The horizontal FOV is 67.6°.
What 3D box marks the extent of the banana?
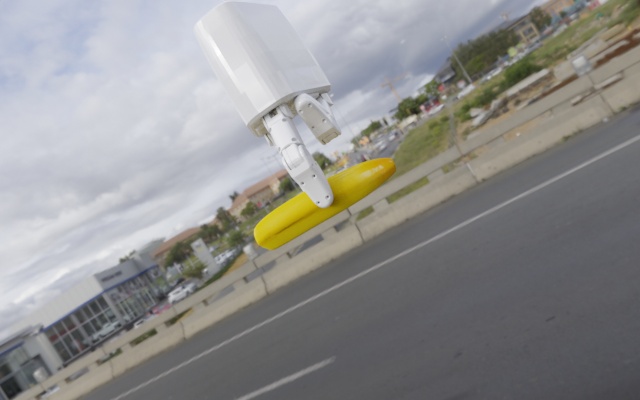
[{"bbox_3d":[-0.012,0.009,0.487,0.198,0.037,0.069,-32,0,40],"label":"banana"}]
